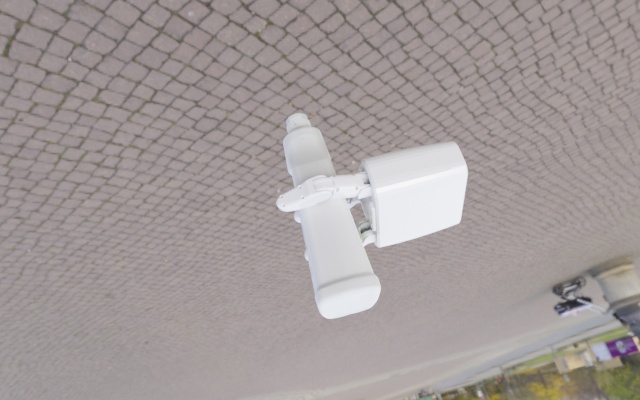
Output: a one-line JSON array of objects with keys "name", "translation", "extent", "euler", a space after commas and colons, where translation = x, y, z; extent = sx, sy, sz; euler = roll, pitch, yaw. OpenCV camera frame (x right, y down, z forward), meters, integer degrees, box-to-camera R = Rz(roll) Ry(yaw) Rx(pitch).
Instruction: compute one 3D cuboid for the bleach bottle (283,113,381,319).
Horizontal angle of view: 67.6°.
[{"name": "bleach bottle", "translation": [0.000, 0.002, 0.554], "extent": [0.068, 0.250, 0.103], "euler": [-14, -25, -4]}]
